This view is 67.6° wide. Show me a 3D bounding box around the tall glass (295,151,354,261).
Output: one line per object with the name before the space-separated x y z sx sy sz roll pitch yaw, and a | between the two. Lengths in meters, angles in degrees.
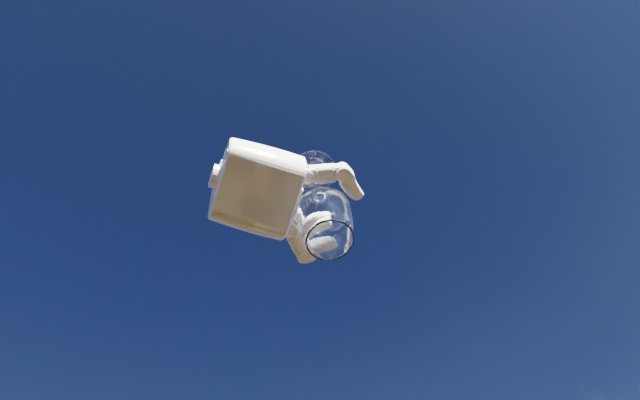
tall glass | 0.000 0.002 0.682 0.079 0.079 0.201 0 29 -8
